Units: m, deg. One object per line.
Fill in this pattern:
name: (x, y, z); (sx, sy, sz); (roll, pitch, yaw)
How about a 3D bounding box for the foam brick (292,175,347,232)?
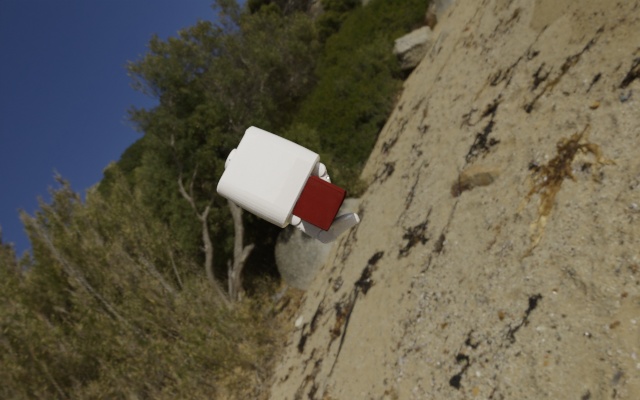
foam brick: (0.000, 0.002, 0.617); (0.051, 0.053, 0.078); (27, 5, 1)
